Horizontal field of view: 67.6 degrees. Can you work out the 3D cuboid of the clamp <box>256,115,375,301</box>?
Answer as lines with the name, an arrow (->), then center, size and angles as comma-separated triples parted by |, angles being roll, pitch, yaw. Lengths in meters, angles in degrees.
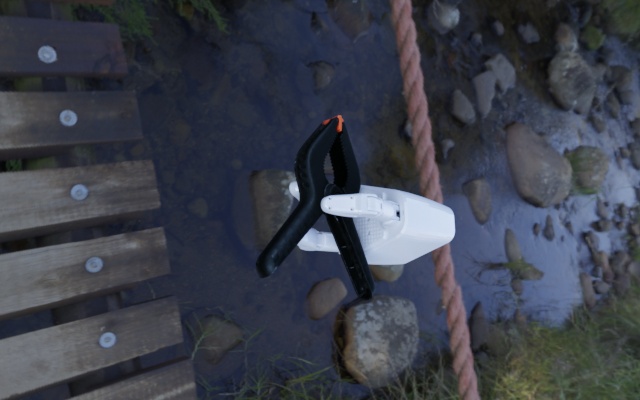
clamp -> 0.001, 0.001, 0.526 | 0.036, 0.210, 0.164 | -13, -19, 43
